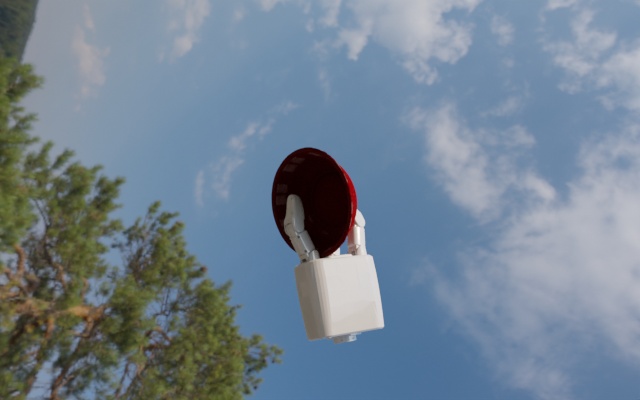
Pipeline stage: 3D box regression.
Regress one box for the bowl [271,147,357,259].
[{"bbox_3d":[0.000,0.001,0.704,0.162,0.162,0.055,0,6,43],"label":"bowl"}]
